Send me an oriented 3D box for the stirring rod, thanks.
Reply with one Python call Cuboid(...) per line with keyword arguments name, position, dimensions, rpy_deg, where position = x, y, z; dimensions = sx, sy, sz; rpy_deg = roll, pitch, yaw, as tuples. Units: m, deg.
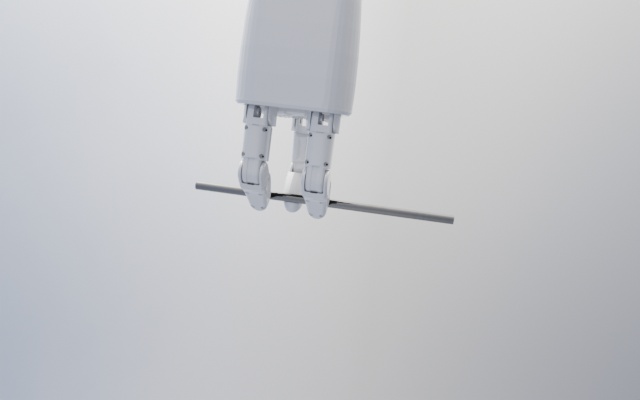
Cuboid(name="stirring rod", position=(0.000, 0.001, 0.440), dimensions=(0.239, 0.011, 0.011), rpy_deg=(8, 1, 7))
